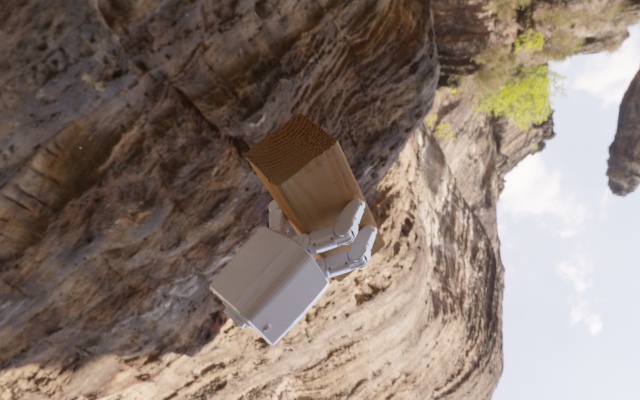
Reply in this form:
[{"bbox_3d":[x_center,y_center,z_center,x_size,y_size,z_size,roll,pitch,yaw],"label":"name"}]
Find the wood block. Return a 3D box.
[{"bbox_3d":[0.000,0.002,0.626,0.090,0.206,0.090,-38,45,-9],"label":"wood block"}]
